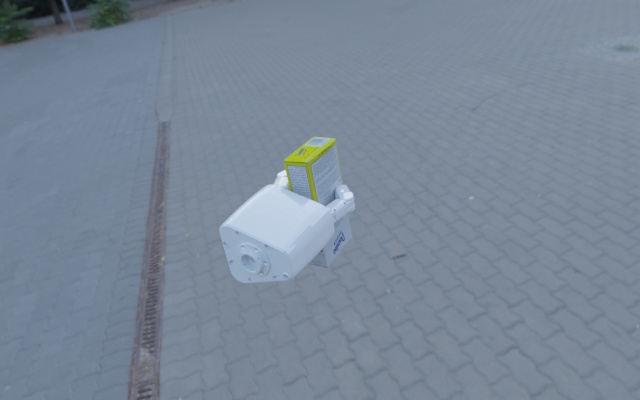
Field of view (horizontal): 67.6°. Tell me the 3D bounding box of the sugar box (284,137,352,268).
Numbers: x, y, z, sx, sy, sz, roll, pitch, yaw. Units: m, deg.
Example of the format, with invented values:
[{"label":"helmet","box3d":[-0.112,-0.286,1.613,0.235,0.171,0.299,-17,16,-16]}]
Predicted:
[{"label":"sugar box","box3d":[0.000,0.002,0.721,0.048,0.176,0.093,8,32,28]}]
